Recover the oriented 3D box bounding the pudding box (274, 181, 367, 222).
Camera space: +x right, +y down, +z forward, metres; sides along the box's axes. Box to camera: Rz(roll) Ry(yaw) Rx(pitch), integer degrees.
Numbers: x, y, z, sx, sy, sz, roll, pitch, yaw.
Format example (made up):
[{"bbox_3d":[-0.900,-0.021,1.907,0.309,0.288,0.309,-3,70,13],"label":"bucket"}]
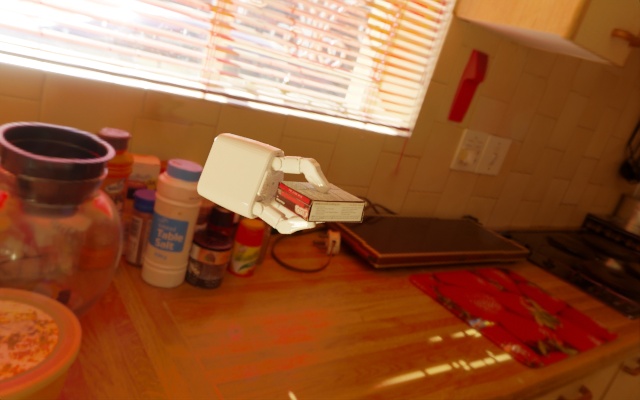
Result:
[{"bbox_3d":[0.000,0.002,0.736,0.113,0.039,0.090,0,21,-39],"label":"pudding box"}]
